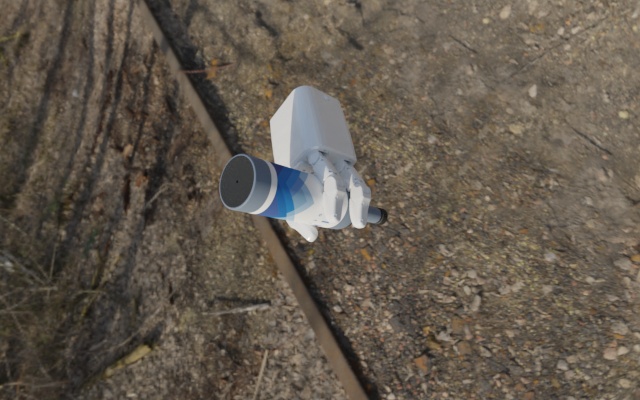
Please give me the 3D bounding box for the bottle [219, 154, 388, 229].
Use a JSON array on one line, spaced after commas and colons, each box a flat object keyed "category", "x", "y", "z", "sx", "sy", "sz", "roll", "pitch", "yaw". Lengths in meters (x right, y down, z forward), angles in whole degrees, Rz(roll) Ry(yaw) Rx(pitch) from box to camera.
[{"category": "bottle", "x": 0.000, "y": 0.002, "z": 0.660, "sx": 0.069, "sy": 0.069, "sz": 0.296, "roll": 0, "pitch": -10, "yaw": 42}]
